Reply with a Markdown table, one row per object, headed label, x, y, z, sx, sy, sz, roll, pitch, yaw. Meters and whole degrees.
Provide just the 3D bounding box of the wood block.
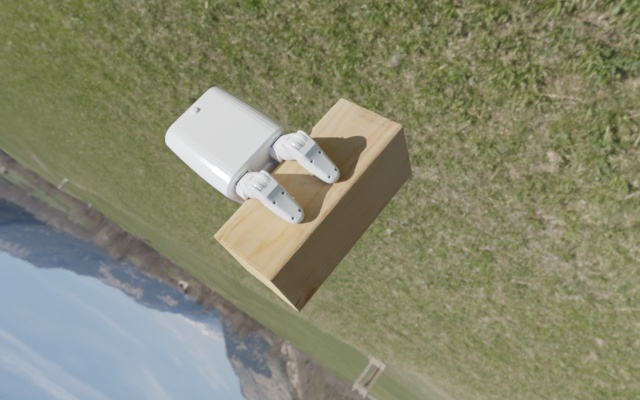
| label | x | y | z | sx | sy | sz | roll | pitch | yaw |
| --- | --- | --- | --- | --- | --- | --- | --- | --- | --- |
| wood block | 0.000 | 0.002 | 0.518 | 0.090 | 0.206 | 0.091 | 32 | -17 | 31 |
